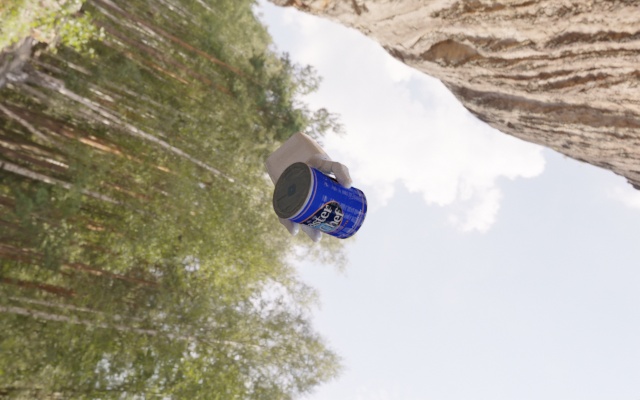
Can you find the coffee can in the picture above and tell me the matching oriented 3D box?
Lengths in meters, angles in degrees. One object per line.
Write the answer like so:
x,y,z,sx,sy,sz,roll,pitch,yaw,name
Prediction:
0.000,0.003,0.856,0.140,0.102,0.103,23,-14,-38,coffee can
